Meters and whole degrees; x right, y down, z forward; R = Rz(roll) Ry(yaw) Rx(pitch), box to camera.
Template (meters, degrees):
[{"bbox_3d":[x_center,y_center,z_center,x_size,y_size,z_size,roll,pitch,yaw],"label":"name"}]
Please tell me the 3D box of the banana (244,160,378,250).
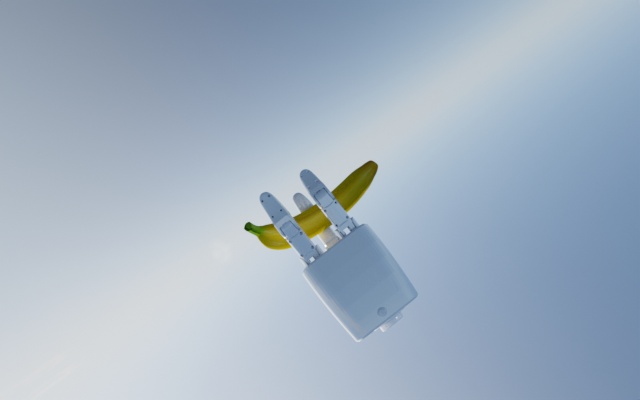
[{"bbox_3d":[-0.003,0.014,0.623,0.198,0.037,0.070,-29,-30,-20],"label":"banana"}]
